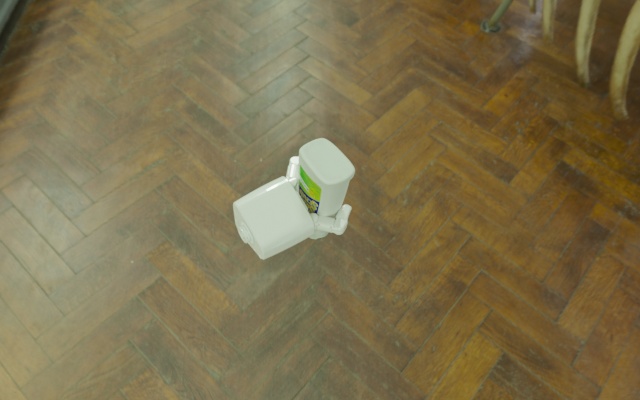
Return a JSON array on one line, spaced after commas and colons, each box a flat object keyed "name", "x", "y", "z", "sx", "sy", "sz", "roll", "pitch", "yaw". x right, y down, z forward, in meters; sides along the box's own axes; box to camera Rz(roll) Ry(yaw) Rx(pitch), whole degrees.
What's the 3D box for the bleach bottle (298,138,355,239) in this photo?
[{"name": "bleach bottle", "x": 0.000, "y": 0.003, "z": 0.887, "sx": 0.068, "sy": 0.102, "sz": 0.251, "roll": -28, "pitch": -28, "yaw": -22}]
